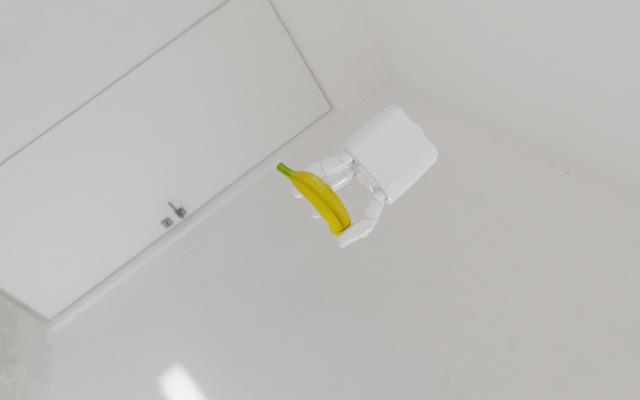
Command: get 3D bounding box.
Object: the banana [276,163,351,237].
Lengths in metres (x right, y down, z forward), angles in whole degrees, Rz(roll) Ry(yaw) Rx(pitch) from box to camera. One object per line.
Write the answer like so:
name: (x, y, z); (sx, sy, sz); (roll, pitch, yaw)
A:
banana: (0.010, 0.009, 0.706); (0.069, 0.037, 0.198); (38, -9, 42)
